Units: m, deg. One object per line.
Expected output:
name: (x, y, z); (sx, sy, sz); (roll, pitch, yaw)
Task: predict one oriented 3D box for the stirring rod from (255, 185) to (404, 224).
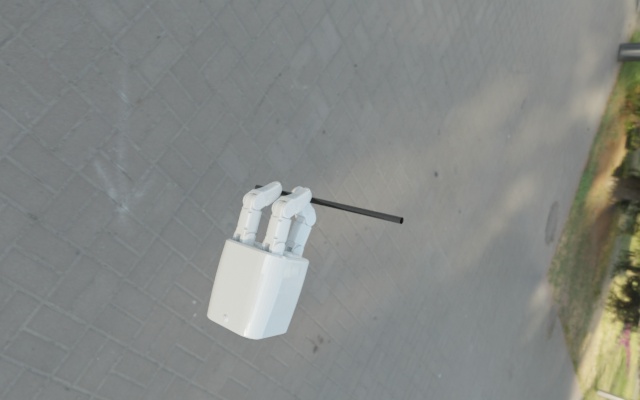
stirring rod: (0.000, 0.002, 0.614); (0.239, 0.011, 0.011); (13, 8, 38)
